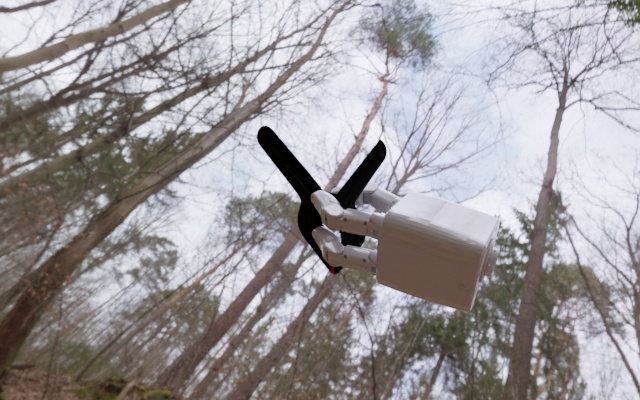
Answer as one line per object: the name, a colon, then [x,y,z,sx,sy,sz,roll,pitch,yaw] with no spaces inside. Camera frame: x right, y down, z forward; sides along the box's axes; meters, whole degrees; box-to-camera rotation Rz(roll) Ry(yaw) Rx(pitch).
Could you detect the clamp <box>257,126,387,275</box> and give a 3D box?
clamp: [0.001,0.002,0.592,0.164,0.210,0.036,18,42,25]
